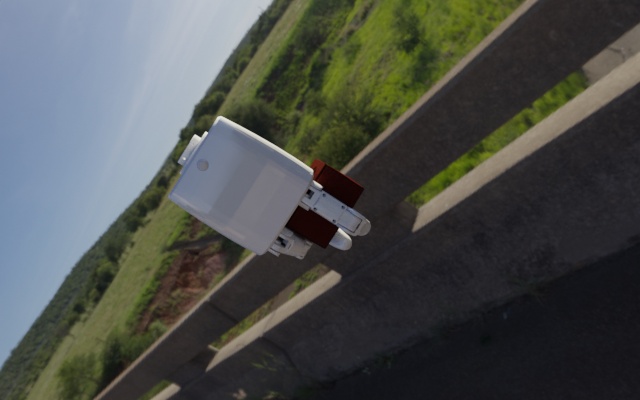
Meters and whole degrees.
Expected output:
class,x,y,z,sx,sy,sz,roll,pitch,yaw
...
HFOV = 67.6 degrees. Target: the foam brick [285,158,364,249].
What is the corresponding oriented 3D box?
class,x,y,z,sx,sy,sz,roll,pitch,yaw
foam brick,0.000,0.001,0.508,0.051,0.078,0.053,32,3,-15
